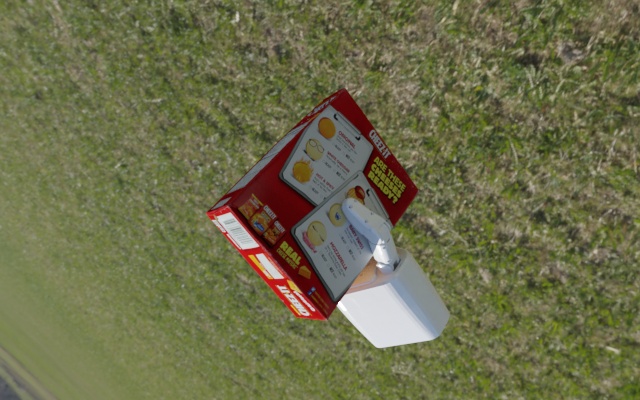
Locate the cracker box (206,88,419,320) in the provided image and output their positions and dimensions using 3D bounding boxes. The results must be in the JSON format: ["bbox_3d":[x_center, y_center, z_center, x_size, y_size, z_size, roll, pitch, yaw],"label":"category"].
[{"bbox_3d":[0.000,0.002,0.551,0.072,0.164,0.213,-14,30,53],"label":"cracker box"}]
